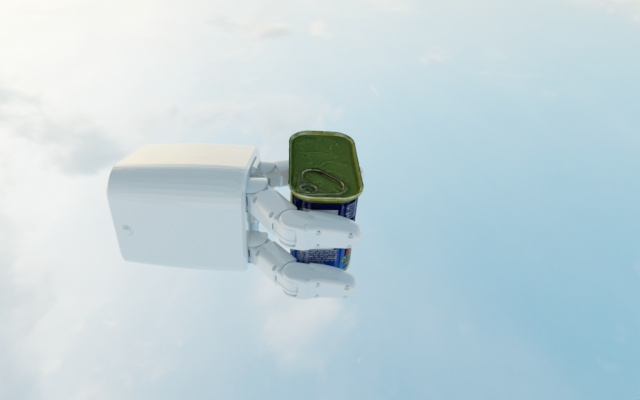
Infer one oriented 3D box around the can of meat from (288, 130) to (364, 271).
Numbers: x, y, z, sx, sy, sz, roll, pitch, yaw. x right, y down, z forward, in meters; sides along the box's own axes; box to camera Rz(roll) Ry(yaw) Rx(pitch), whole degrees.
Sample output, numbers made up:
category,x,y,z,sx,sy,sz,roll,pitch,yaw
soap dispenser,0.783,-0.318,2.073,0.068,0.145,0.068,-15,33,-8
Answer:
category,x,y,z,sx,sy,sz,roll,pitch,yaw
can of meat,0.000,0.002,0.408,0.057,0.084,0.102,1,36,-5
